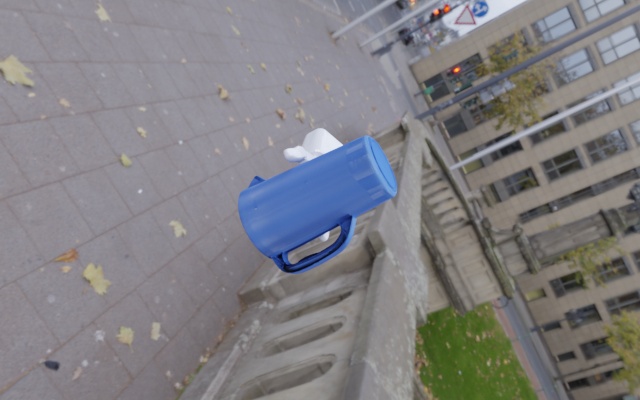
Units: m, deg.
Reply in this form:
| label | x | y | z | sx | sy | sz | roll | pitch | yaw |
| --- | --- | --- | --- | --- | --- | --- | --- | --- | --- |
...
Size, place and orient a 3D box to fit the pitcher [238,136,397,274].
| label | x | y | z | sx | sy | sz | roll | pitch | yaw |
| --- | --- | --- | --- | --- | --- | --- | --- | --- | --- |
| pitcher | 0.000 | 0.002 | 0.782 | 0.243 | 0.149 | 0.145 | -26 | 24 | 19 |
